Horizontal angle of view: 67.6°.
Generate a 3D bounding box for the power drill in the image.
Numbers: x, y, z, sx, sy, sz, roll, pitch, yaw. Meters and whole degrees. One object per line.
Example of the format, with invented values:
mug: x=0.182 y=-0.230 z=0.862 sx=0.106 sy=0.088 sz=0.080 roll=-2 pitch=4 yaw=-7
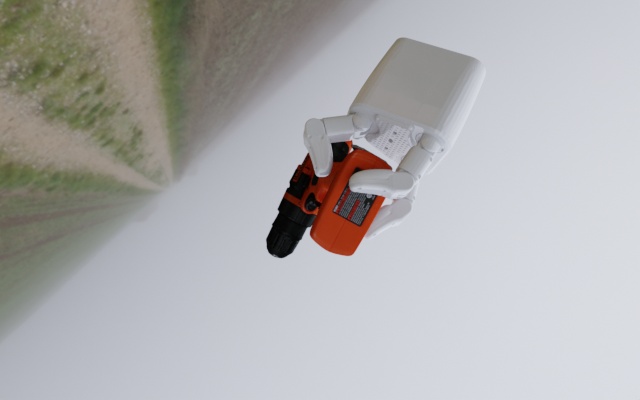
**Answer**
power drill: x=0.000 y=0.002 z=0.550 sx=0.057 sy=0.184 sz=0.187 roll=26 pitch=2 yaw=-20
